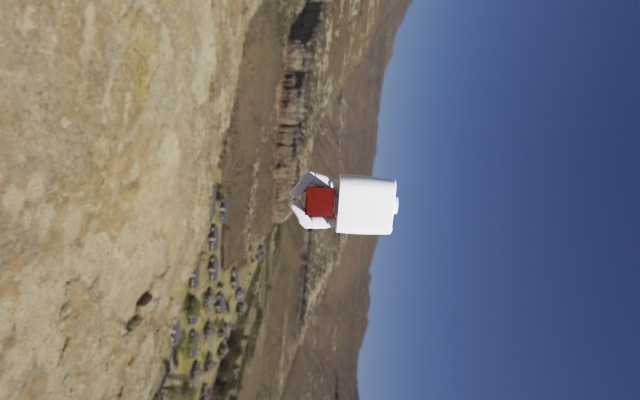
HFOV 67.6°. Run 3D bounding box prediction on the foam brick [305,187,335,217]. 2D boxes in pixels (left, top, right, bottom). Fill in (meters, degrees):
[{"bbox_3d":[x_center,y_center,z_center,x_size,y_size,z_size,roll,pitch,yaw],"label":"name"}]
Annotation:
[{"bbox_3d":[0.000,0.003,0.887,0.051,0.053,0.078,4,0,2],"label":"foam brick"}]
